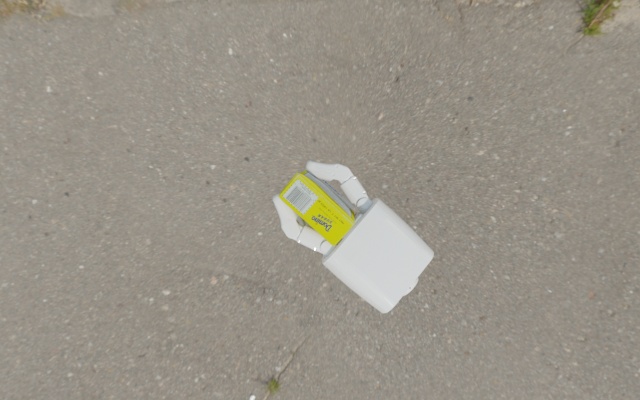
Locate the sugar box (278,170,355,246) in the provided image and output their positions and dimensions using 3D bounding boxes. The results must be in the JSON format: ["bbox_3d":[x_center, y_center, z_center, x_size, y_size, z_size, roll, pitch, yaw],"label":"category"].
[{"bbox_3d":[0.000,0.003,0.650,0.093,0.048,0.176,43,4,-1],"label":"sugar box"}]
